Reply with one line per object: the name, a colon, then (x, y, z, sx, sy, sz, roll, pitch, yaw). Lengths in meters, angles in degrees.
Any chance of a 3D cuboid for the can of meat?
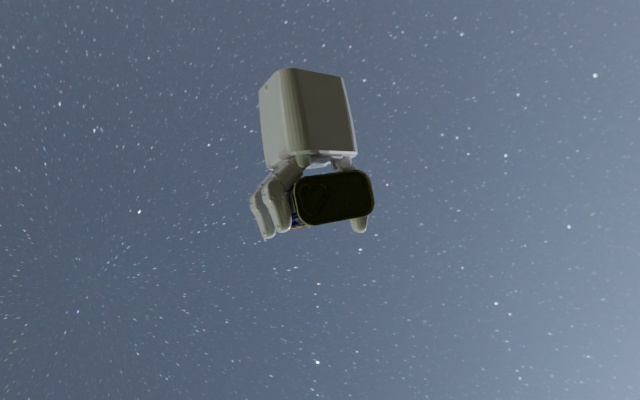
can of meat: (0.000, 0.002, 0.586, 0.102, 0.057, 0.084, -9, -4, -27)
